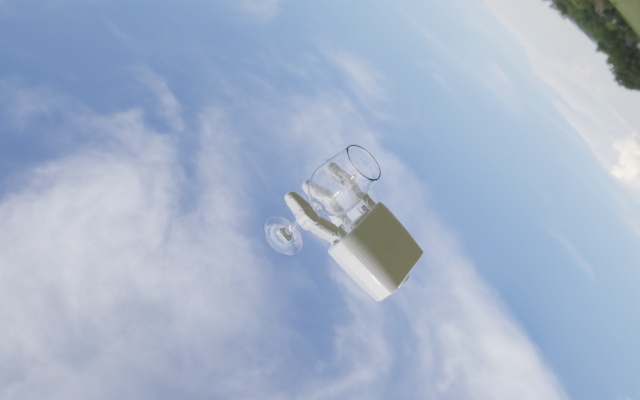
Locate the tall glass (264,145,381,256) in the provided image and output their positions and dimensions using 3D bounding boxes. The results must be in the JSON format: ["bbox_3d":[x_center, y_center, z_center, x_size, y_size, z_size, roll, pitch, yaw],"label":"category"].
[{"bbox_3d":[0.000,0.003,0.712,0.079,0.079,0.201,0,-34,-46],"label":"tall glass"}]
